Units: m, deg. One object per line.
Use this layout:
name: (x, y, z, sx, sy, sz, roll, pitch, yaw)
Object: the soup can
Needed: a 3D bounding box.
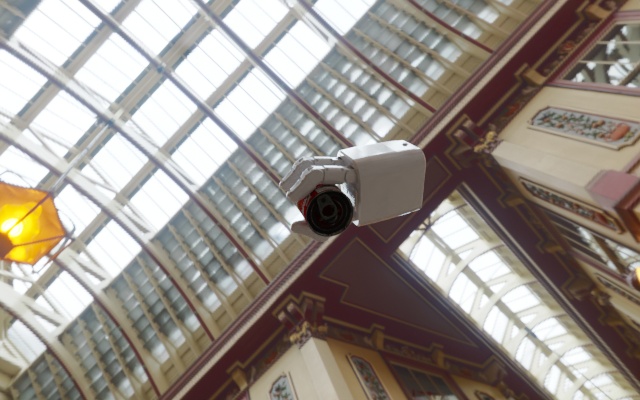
soup can: (0.000, 0.002, 0.698, 0.068, 0.068, 0.102, 0, 19, -16)
